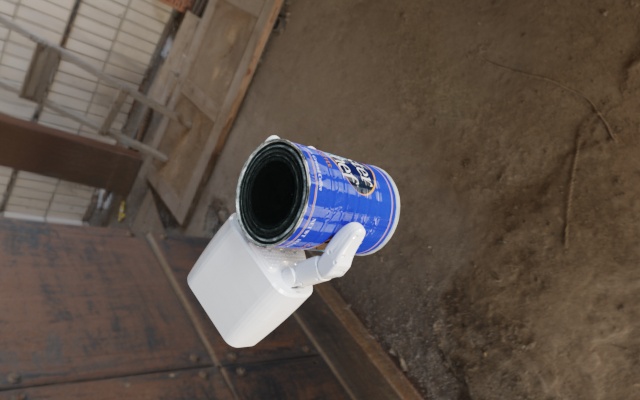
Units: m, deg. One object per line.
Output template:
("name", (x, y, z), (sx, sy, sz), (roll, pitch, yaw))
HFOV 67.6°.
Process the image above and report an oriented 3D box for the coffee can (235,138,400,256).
("coffee can", (0.000, 0.002, 0.490), (0.103, 0.103, 0.140), (0, -8, 44))
